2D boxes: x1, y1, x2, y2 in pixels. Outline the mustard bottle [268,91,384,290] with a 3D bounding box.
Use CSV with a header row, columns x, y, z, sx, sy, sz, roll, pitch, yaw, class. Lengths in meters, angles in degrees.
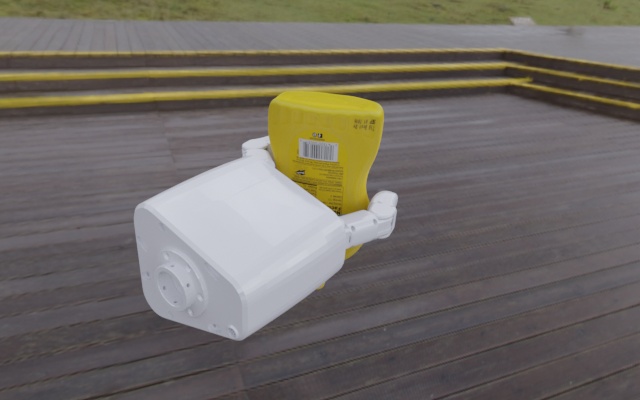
x,y,z,sx,sy,sz,roll,pitch,yaw,class
0.000,0.001,0.440,0.096,0.192,0.058,8,28,9,mustard bottle
